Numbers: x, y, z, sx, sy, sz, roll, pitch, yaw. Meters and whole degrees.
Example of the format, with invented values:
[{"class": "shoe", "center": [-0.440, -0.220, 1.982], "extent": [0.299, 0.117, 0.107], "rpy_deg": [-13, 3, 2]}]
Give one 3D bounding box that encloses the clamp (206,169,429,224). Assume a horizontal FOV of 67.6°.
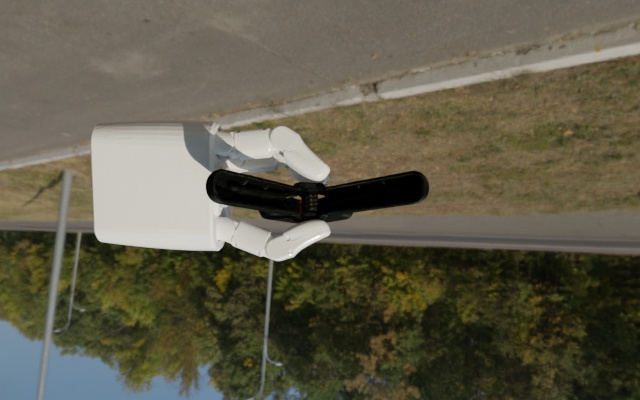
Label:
[{"class": "clamp", "center": [0.000, 0.002, 0.436], "extent": [0.164, 0.036, 0.210], "rpy_deg": [0, -8, 0]}]
